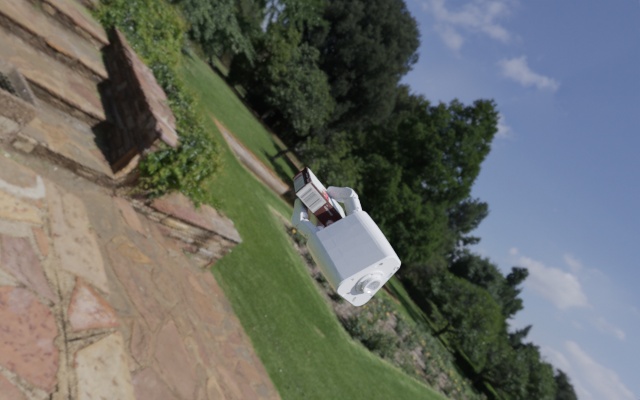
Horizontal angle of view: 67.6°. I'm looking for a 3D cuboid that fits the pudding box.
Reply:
[{"bbox_3d":[0.000,0.003,0.851,0.039,0.113,0.090,-37,20,6],"label":"pudding box"}]
